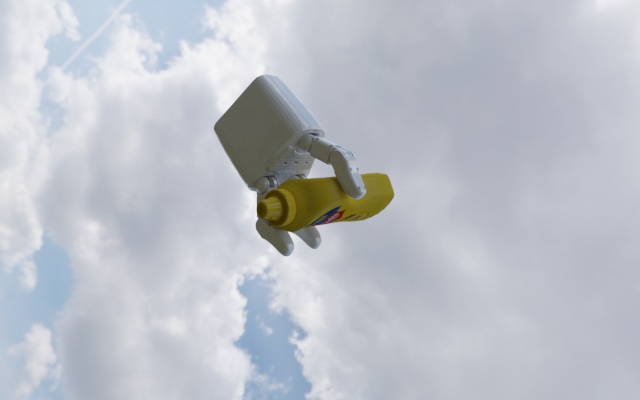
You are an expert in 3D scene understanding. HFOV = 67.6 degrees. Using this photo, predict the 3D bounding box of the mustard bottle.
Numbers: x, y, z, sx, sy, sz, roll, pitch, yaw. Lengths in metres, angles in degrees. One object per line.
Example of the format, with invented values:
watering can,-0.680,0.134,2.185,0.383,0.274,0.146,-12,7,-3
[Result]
mustard bottle,0.000,0.002,0.574,0.096,0.058,0.191,-24,-12,40
